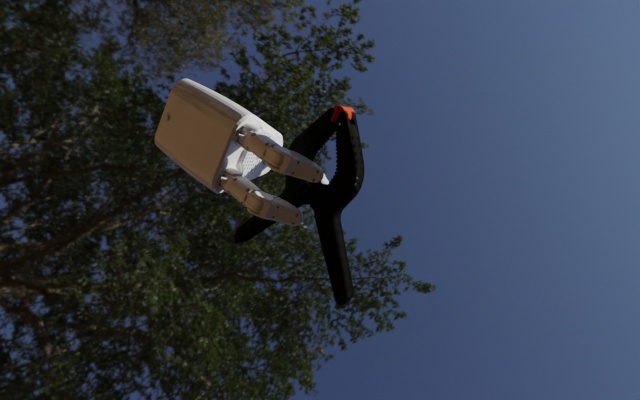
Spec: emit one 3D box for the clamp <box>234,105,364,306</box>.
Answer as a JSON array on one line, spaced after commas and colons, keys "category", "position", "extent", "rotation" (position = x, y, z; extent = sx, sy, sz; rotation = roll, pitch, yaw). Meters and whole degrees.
[{"category": "clamp", "position": [0.001, 0.001, 0.529], "extent": [0.164, 0.210, 0.036], "rotation": [33, 20, 20]}]
